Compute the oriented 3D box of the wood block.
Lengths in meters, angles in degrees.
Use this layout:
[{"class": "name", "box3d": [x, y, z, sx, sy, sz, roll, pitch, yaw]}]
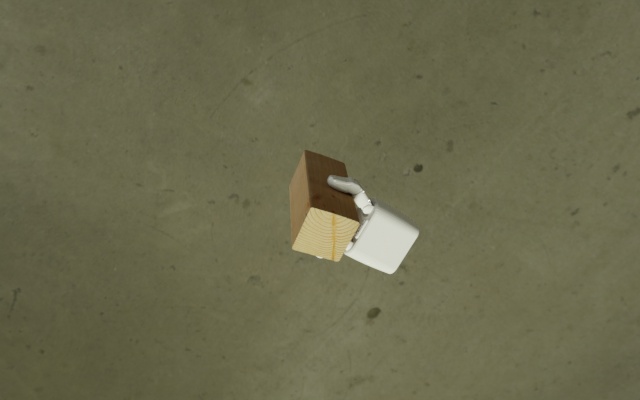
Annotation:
[{"class": "wood block", "box3d": [0.001, 0.003, 0.871, 0.090, 0.091, 0.206, 18, 29, -16]}]
